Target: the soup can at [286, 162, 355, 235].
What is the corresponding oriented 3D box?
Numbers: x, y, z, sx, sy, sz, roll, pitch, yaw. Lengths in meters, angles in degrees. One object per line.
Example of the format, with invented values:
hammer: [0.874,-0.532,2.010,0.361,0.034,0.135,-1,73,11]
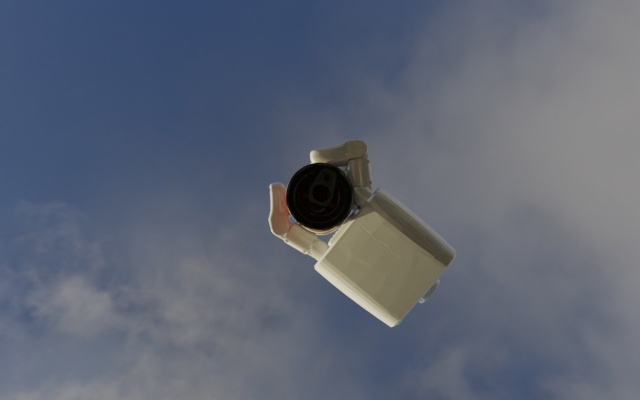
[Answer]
soup can: [0.000,0.002,0.520,0.068,0.068,0.102,0,-7,1]
